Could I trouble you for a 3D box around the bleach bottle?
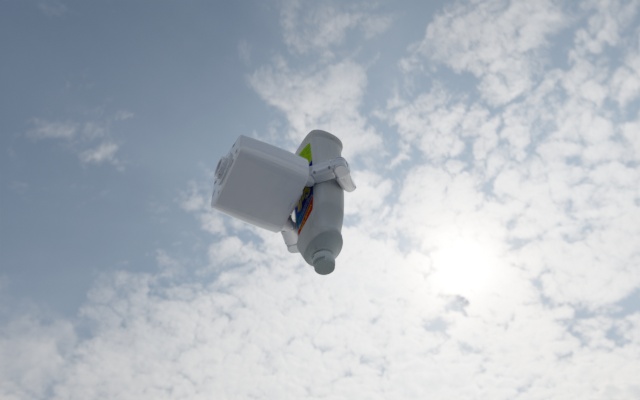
[{"bbox_3d":[0.000,0.002,0.715,0.068,0.103,0.250,22,35,-22],"label":"bleach bottle"}]
